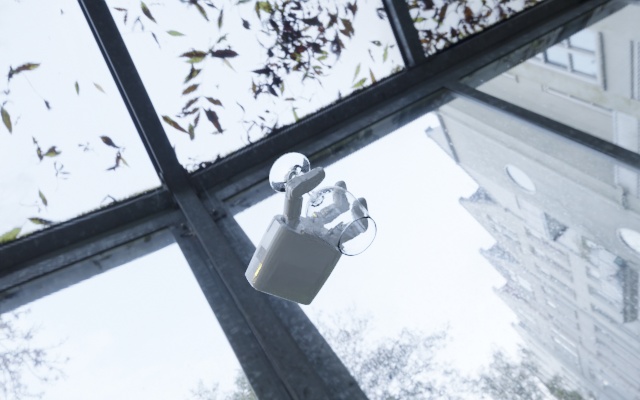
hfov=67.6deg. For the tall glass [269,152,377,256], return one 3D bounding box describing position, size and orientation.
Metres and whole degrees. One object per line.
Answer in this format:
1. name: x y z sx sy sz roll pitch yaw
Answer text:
1. tall glass: 0.000 0.002 0.704 0.079 0.079 0.201 0 27 -35
